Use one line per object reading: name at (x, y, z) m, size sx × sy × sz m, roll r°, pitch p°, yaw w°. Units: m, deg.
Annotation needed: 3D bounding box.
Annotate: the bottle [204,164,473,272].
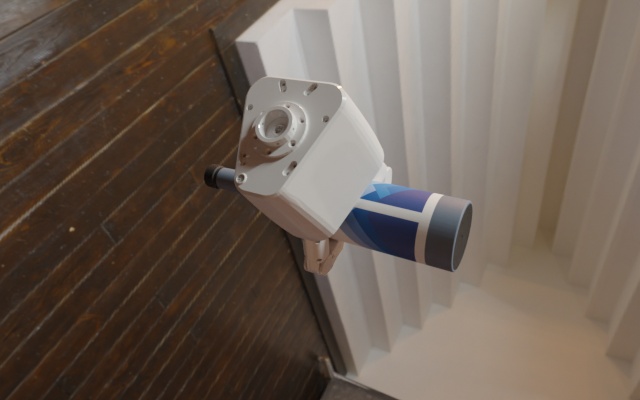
bottle at (0.000, 0.002, 0.495) m, size 0.295 × 0.069 × 0.069 m, roll 14°, pitch 6°, yaw 26°
